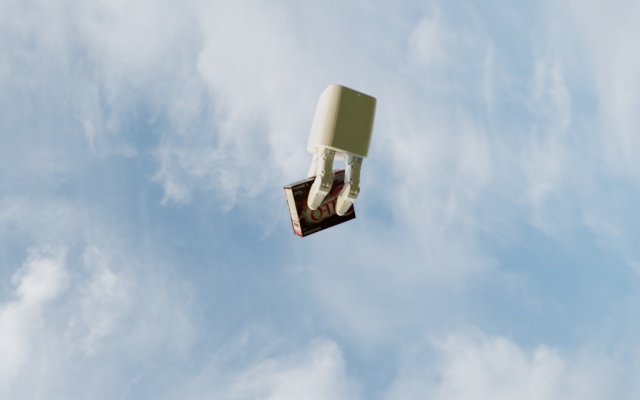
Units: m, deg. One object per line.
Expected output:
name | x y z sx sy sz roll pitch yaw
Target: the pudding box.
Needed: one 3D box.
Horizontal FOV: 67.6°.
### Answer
pudding box | 0.000 0.003 0.815 0.113 0.090 0.039 -18 13 -24
